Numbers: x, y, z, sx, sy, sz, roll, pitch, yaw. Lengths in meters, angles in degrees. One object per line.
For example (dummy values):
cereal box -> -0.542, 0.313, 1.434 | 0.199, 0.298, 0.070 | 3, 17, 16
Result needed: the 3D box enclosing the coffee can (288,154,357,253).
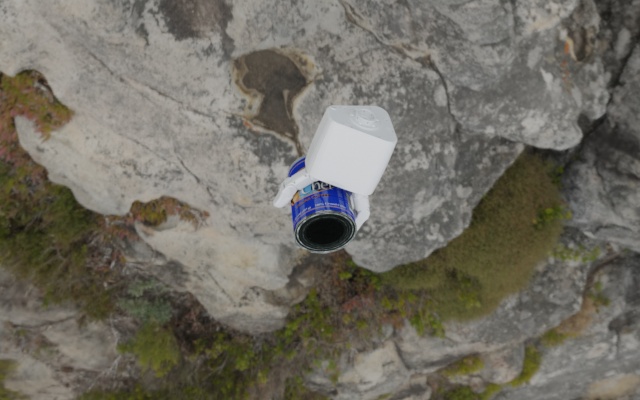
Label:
coffee can -> 0.000, 0.003, 0.803 | 0.103, 0.140, 0.103 | -5, -44, -4
